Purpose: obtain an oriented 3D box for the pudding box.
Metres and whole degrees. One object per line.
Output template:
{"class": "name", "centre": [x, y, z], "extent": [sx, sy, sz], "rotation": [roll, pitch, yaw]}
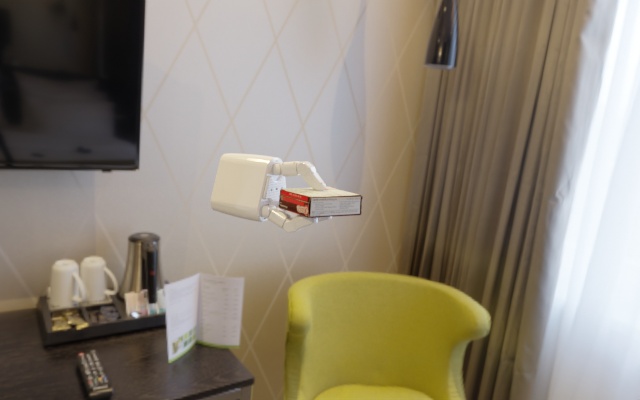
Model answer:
{"class": "pudding box", "centre": [0.000, 0.002, 0.801], "extent": [0.113, 0.039, 0.090], "rotation": [-4, 13, -37]}
